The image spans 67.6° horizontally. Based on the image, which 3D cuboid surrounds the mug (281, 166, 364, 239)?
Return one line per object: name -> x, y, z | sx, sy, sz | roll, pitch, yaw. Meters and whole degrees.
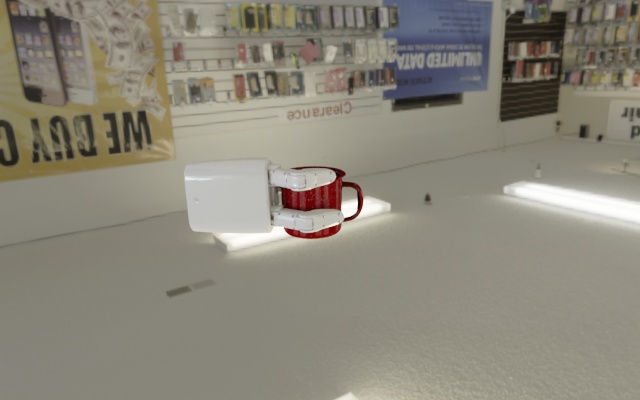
mug -> 0.002, 0.002, 0.650 | 0.117, 0.081, 0.093 | 0, 16, 3
